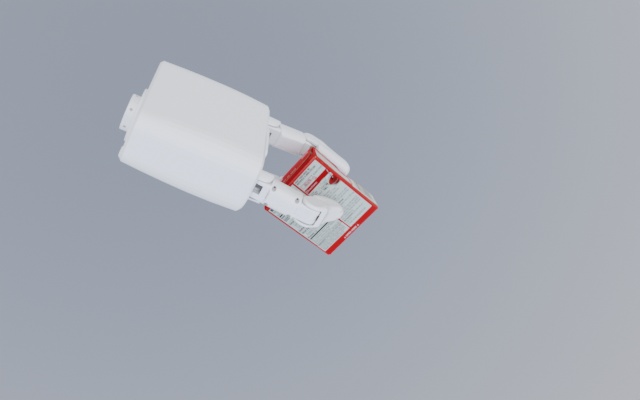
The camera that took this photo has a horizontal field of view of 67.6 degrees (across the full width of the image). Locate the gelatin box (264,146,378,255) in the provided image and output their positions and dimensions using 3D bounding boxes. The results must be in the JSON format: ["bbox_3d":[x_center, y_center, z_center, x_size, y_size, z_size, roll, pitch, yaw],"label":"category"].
[{"bbox_3d":[0.000,0.002,0.474,0.089,0.073,0.030,38,16,-22],"label":"gelatin box"}]
